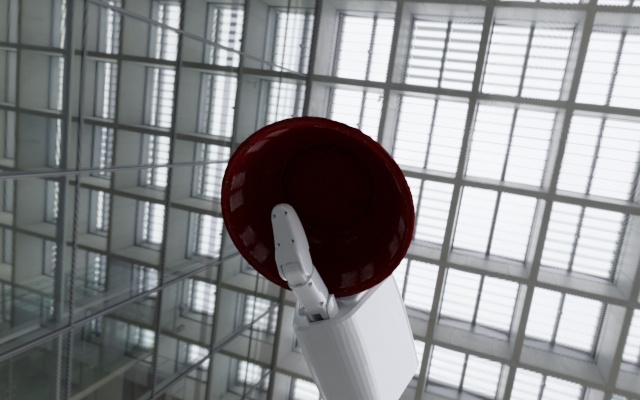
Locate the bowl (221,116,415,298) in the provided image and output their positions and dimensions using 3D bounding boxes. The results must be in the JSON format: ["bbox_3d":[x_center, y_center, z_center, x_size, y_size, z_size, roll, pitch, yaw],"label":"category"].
[{"bbox_3d":[0.000,0.000,0.407,0.162,0.162,0.055,0,25,15],"label":"bowl"}]
